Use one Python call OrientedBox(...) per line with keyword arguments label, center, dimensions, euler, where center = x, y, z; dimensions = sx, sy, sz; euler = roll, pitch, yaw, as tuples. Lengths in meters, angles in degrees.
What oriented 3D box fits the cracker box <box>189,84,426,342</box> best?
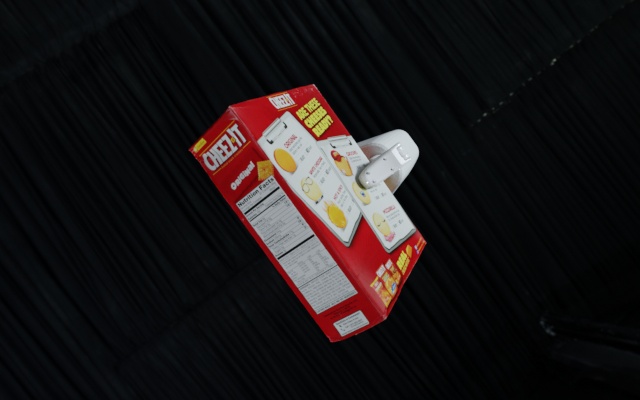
OrientedBox(label="cracker box", center=(0.000, 0.002, 0.463), dimensions=(0.072, 0.213, 0.164), euler=(-36, 1, 30))
